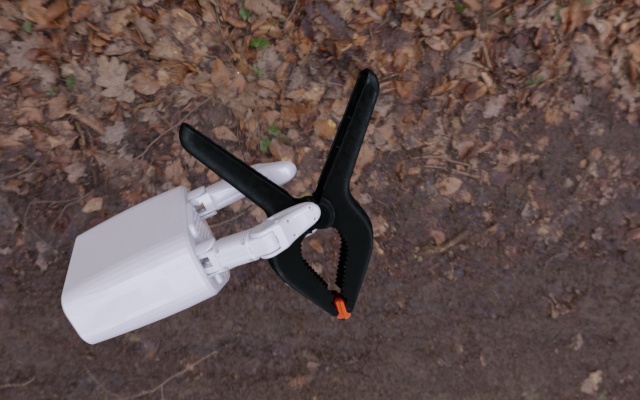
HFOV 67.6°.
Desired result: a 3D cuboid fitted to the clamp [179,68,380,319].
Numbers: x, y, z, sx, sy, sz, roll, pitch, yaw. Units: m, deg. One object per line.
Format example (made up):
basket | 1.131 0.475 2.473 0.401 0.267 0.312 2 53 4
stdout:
clamp | 0.000 0.002 0.405 0.164 0.210 0.036 -24 18 -4
